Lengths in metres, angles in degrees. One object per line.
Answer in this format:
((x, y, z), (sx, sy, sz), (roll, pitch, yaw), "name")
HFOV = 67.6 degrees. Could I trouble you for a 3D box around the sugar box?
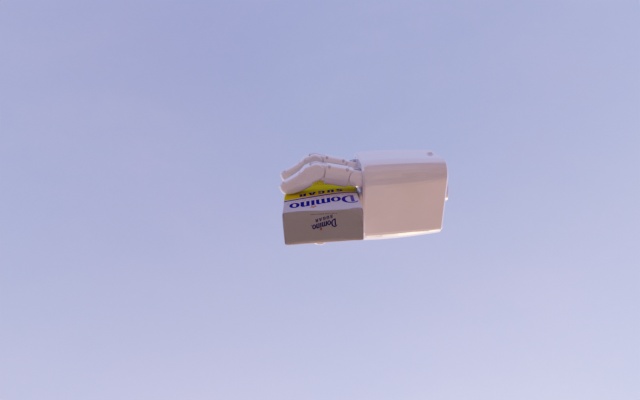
((0.000, 0.001, 0.614), (0.093, 0.048, 0.176), (-4, 16, -2), "sugar box")
